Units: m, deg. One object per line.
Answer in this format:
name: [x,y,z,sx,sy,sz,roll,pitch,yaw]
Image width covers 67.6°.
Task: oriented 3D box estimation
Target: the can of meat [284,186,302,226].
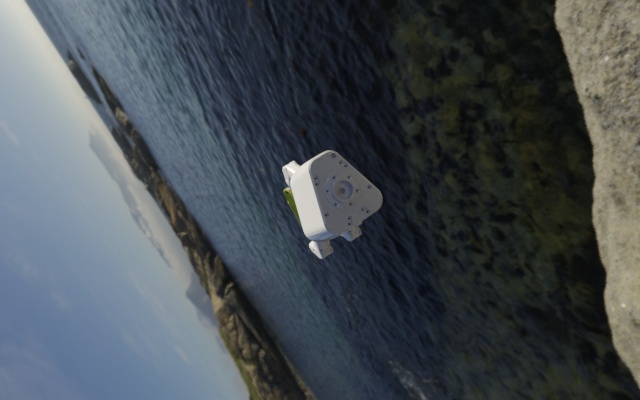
can of meat: [0.000,0.003,0.772,0.084,0.102,0.057,-33,5,-17]
